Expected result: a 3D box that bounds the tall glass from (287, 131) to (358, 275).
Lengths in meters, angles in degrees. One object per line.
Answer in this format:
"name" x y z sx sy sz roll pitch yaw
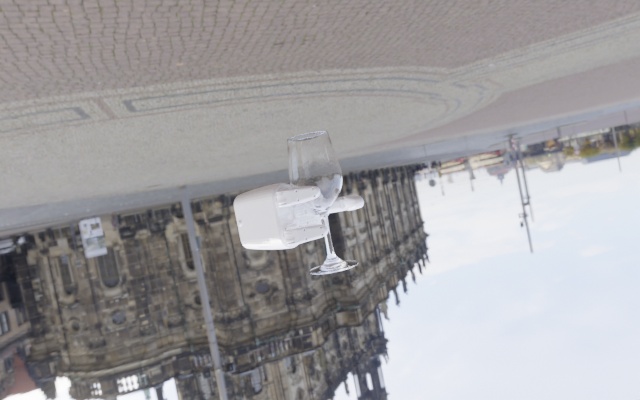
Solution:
"tall glass" 0.000 0.003 0.705 0.079 0.201 0.079 -11 2 0
